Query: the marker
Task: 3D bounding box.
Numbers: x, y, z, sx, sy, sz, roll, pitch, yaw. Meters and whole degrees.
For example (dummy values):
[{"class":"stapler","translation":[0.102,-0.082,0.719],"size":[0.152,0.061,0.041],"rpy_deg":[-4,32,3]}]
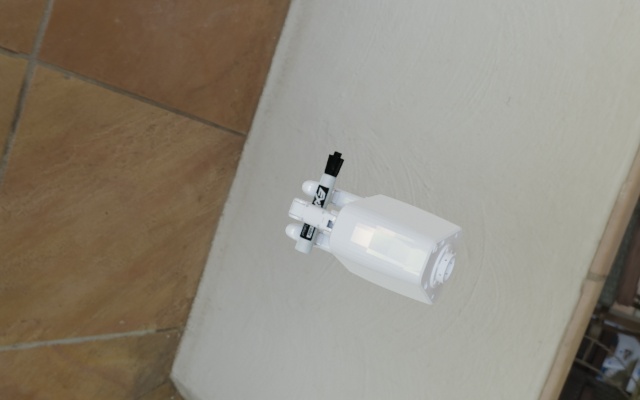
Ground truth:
[{"class":"marker","translation":[0.000,0.002,0.548],"size":[0.020,0.121,0.020],"rpy_deg":[20,2,-1]}]
